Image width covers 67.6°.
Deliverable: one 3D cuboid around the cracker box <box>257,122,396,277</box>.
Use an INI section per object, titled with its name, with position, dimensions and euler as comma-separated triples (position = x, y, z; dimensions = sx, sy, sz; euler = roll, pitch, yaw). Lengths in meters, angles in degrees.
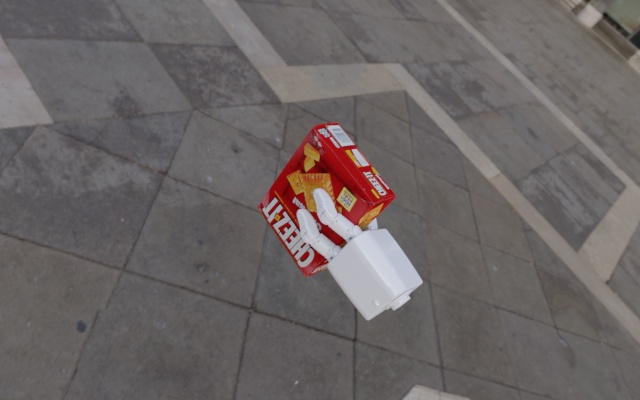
[cracker box]
position = 0.000, 0.002, 0.801
dimensions = 0.072, 0.164, 0.214
euler = -16, -27, -47
